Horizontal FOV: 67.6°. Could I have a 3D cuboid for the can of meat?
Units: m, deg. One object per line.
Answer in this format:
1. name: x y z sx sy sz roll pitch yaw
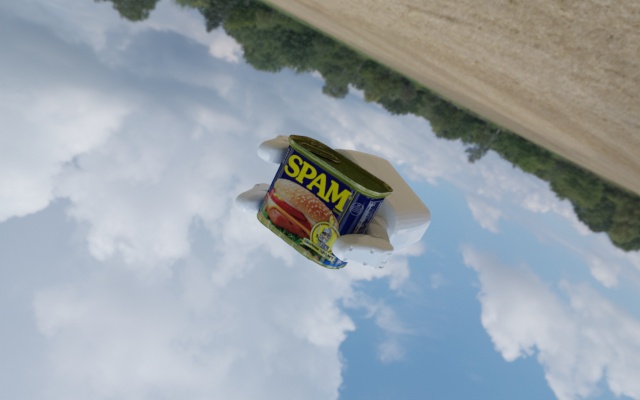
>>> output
1. can of meat: 0.000 0.002 0.434 0.102 0.084 0.057 35 20 23
